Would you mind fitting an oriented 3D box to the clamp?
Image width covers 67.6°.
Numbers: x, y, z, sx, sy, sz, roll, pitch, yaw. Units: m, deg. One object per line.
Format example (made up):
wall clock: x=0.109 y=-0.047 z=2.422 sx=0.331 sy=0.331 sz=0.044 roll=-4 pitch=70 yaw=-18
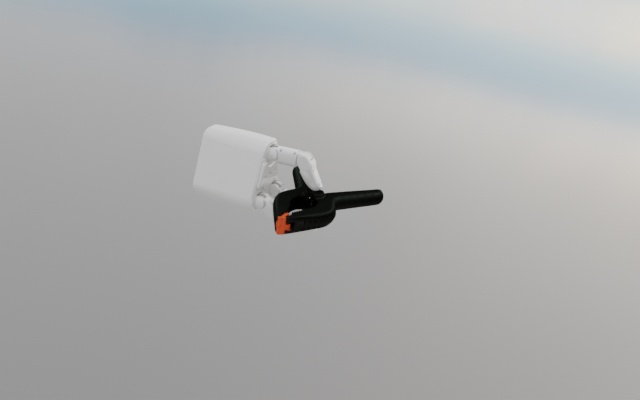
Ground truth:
clamp: x=0.000 y=0.002 z=0.727 sx=0.164 sy=0.036 sz=0.210 roll=15 pitch=26 yaw=14
